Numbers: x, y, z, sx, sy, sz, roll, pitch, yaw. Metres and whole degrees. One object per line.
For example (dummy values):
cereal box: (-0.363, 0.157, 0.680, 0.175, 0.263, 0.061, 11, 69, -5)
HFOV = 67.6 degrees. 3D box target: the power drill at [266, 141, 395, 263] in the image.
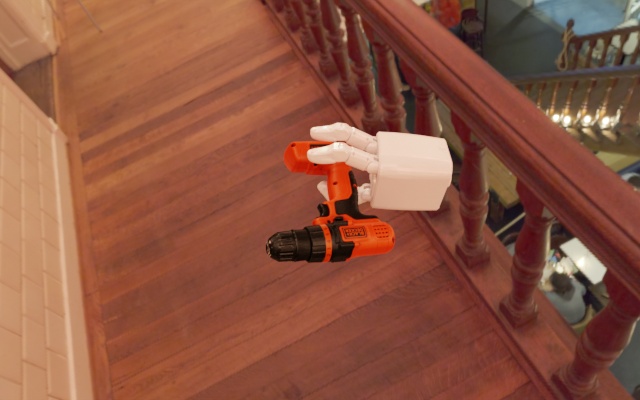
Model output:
power drill: (0.000, 0.002, 0.691, 0.184, 0.187, 0.057, -2, -31, -21)
